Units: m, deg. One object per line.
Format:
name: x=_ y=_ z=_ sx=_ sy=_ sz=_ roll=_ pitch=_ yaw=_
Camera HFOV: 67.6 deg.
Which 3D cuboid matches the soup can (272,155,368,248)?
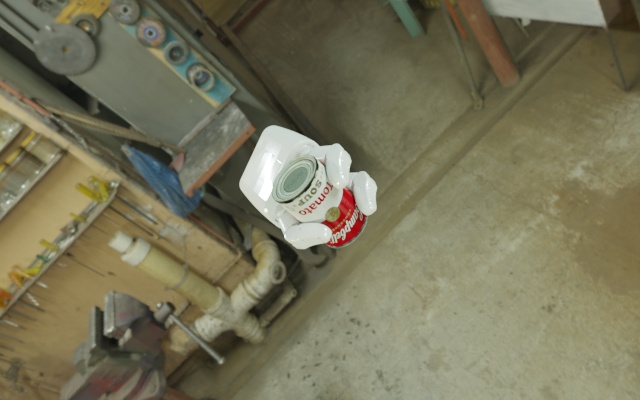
soup can: x=0.000 y=0.002 z=0.561 sx=0.068 sy=0.068 sz=0.102 roll=0 pitch=-33 yaw=46
